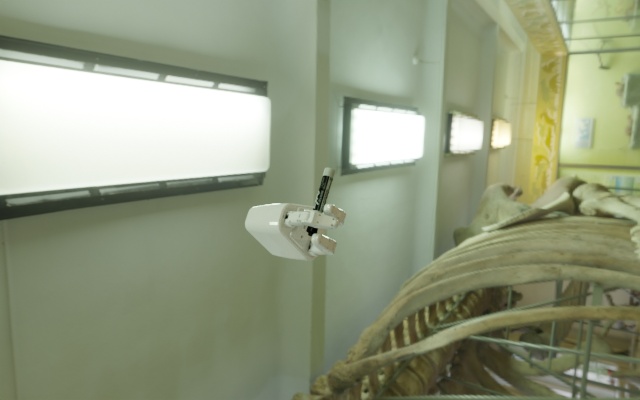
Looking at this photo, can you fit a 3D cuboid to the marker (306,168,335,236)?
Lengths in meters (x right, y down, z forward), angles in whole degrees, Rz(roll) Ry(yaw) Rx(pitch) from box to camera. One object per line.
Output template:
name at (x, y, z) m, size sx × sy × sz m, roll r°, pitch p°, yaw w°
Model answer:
marker at (0.000, 0.003, 0.797) m, size 0.020 × 0.121 × 0.020 m, roll 15°, pitch -18°, yaw 5°
